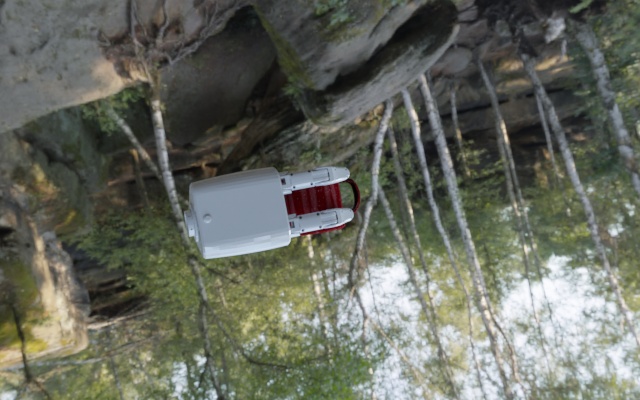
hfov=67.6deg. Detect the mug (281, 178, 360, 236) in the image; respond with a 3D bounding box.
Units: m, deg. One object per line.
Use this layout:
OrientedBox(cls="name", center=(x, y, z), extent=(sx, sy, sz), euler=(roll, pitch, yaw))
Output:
OrientedBox(cls="mug", center=(0.001, 0.002, 0.668), extent=(0.117, 0.081, 0.093), euler=(-10, 0, -17))
